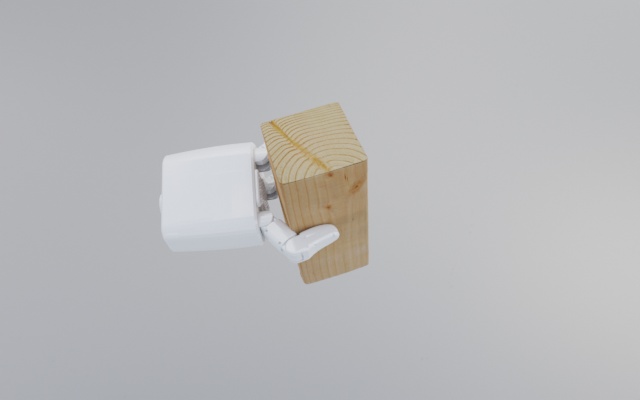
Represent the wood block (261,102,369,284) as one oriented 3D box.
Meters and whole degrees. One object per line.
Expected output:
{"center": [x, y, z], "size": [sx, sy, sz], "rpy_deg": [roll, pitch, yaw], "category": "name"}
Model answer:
{"center": [0.000, 0.002, 0.558], "size": [0.090, 0.090, 0.206], "rpy_deg": [-17, -36, -6], "category": "wood block"}
